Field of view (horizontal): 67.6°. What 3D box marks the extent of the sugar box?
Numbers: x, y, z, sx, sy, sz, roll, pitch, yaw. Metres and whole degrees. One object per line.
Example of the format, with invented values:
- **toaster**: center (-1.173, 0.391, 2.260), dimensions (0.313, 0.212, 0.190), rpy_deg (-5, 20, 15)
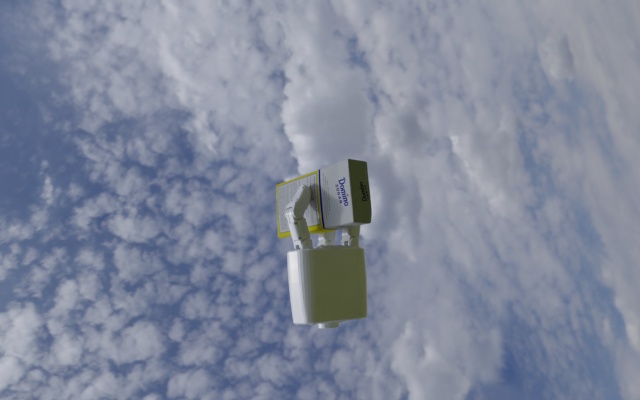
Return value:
- **sugar box**: center (0.000, 0.003, 0.732), dimensions (0.048, 0.093, 0.176), rpy_deg (5, -13, -43)
